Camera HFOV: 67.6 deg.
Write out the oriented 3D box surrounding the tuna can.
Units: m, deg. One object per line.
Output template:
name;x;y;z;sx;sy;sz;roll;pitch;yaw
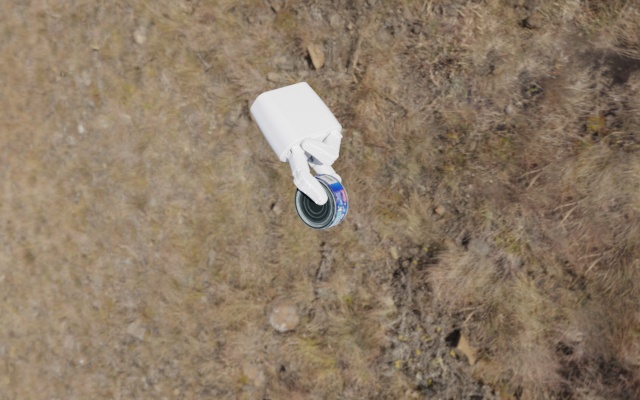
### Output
tuna can;0.000;0.003;0.754;0.086;0.086;0.033;0;11;38
